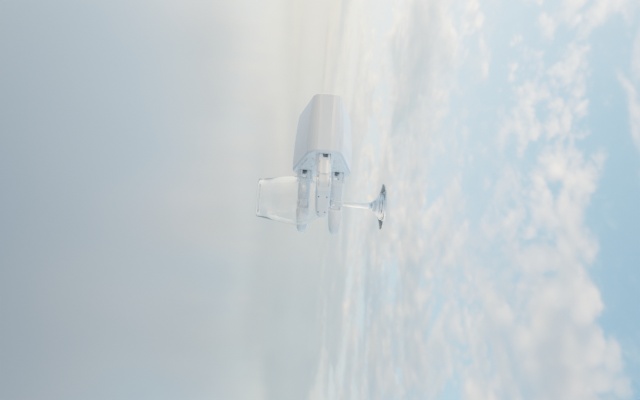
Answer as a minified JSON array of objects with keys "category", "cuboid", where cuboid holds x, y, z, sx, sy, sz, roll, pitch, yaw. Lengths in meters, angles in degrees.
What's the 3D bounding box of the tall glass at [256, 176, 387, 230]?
[{"category":"tall glass","cuboid":[0.001,0.003,0.763,0.201,0.079,0.079,4,0,-2]}]
